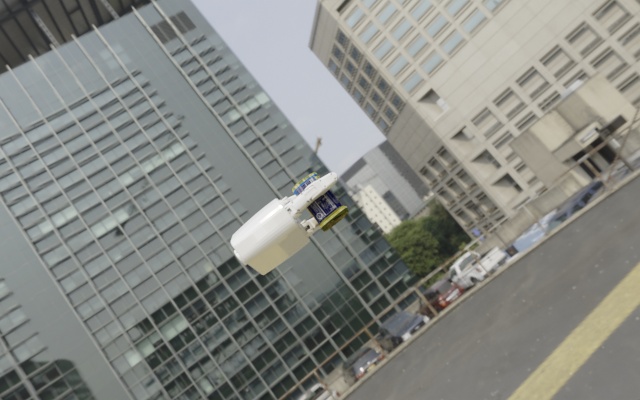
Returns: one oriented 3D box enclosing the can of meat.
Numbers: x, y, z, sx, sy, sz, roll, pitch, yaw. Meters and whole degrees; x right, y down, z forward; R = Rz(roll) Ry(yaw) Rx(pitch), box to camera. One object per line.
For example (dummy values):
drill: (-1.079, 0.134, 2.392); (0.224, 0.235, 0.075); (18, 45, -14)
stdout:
can of meat: (0.000, 0.002, 0.834); (0.057, 0.084, 0.102); (-39, -10, 0)
